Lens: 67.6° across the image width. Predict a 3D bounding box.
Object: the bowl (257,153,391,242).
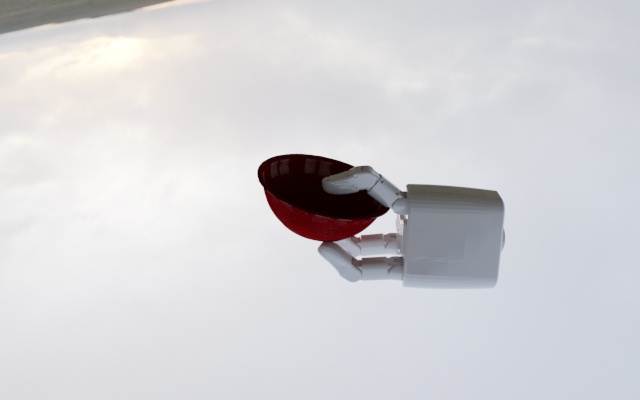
[{"bbox_3d":[-0.001,0.002,0.569,0.162,0.055,0.162,12,27,-6],"label":"bowl"}]
